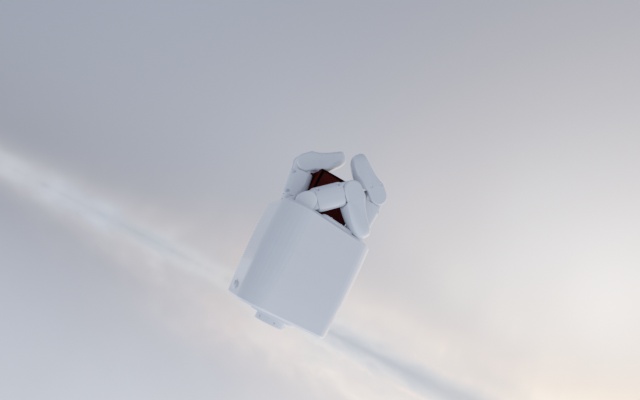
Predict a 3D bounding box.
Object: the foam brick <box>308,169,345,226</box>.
[{"bbox_3d":[0.000,0.002,0.549,0.053,0.051,0.078,29,-13,-15],"label":"foam brick"}]
